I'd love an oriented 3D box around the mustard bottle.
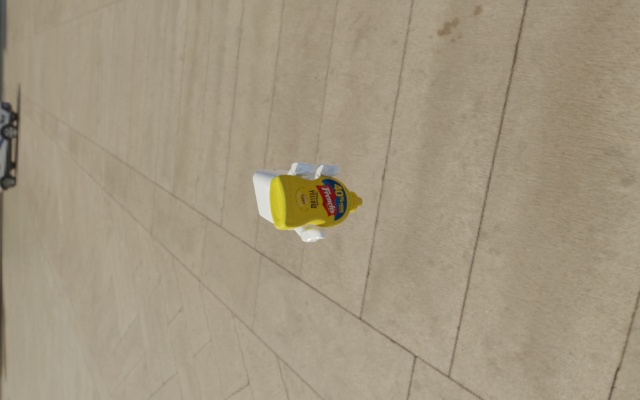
[{"bbox_3d":[0.000,0.003,0.890,0.191,0.096,0.058,0,-13,-36],"label":"mustard bottle"}]
